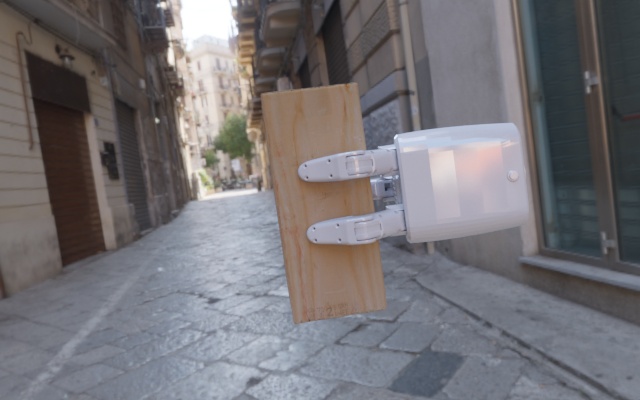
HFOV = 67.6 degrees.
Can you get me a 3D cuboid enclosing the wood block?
[{"bbox_3d":[0.000,0.001,0.467,0.090,0.206,0.091,-8,3,-5],"label":"wood block"}]
